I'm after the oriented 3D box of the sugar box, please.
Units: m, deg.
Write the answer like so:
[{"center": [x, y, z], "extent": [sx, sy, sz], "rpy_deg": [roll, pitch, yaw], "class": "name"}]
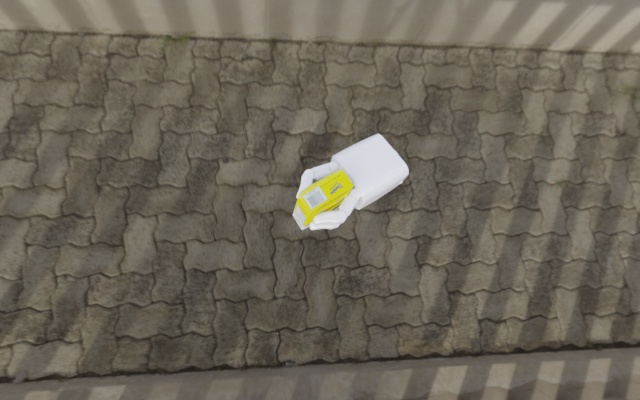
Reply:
[{"center": [0.001, 0.003, 0.899], "extent": [0.093, 0.048, 0.176], "rpy_deg": [-30, -11, -12], "class": "sugar box"}]
